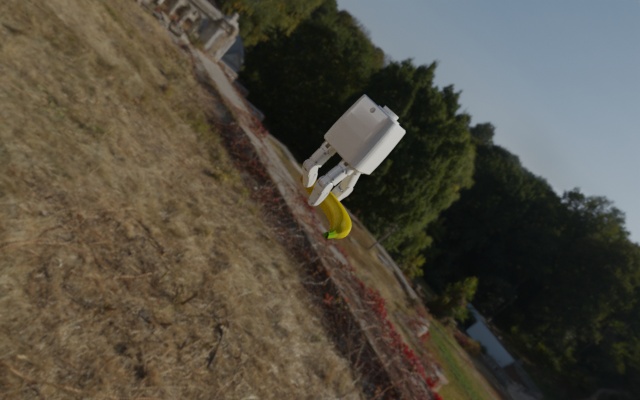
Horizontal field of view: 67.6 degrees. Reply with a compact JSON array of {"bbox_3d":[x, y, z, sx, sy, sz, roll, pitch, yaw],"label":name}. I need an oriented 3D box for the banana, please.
[{"bbox_3d":[0.015,0.013,0.878,0.070,0.037,0.197,32,18,-32],"label":"banana"}]
